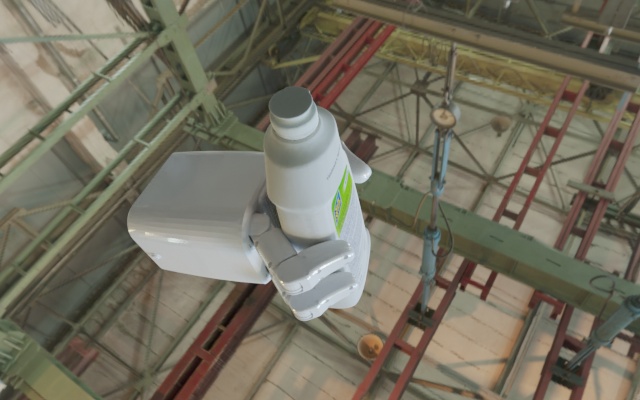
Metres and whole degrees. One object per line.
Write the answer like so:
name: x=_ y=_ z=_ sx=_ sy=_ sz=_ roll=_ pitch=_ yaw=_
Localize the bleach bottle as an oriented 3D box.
bleach bottle: x=0.000 y=0.001 z=0.405 sx=0.068 sy=0.102 sz=0.251 roll=3 pitch=-33 yaw=12
